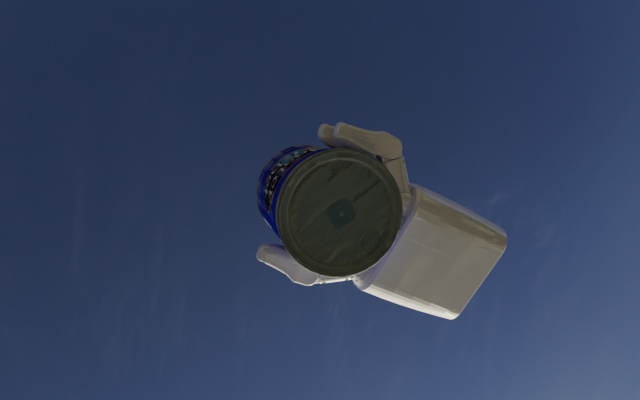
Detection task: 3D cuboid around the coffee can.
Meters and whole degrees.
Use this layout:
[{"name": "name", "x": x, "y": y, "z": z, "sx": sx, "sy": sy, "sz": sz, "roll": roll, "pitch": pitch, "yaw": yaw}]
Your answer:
[{"name": "coffee can", "x": 0.000, "y": 0.001, "z": 0.438, "sx": 0.103, "sy": 0.103, "sz": 0.140, "roll": 0, "pitch": 8, "yaw": -14}]
